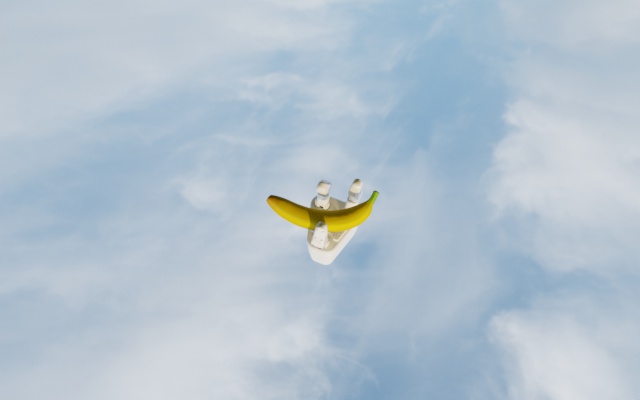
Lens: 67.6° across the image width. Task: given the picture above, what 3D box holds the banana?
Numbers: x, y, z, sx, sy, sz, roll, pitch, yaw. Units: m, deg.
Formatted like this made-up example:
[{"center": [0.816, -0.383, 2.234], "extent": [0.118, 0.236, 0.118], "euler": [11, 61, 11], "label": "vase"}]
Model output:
[{"center": [0.004, 0.021, 0.840], "extent": [0.198, 0.069, 0.037], "euler": [-3, -3, 3], "label": "banana"}]
